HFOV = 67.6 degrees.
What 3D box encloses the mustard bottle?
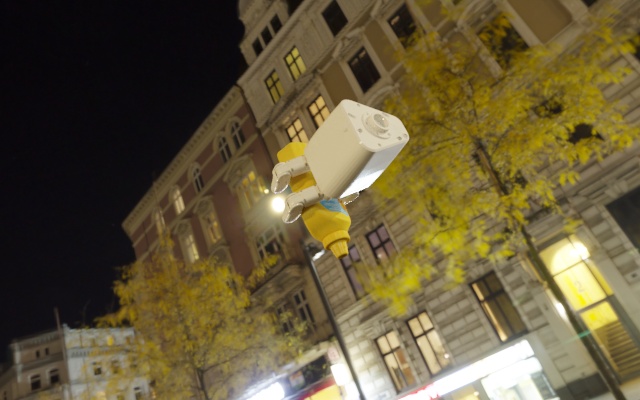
[{"bbox_3d":[0.000,0.002,0.745,0.058,0.191,0.096,-35,-28,22],"label":"mustard bottle"}]
